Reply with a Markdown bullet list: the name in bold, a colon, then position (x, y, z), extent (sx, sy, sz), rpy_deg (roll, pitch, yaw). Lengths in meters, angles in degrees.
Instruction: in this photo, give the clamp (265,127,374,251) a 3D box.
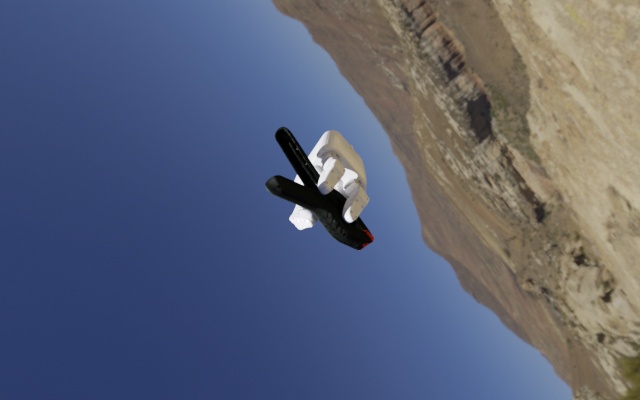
- **clamp**: position (0.000, 0.003, 0.664), extent (0.036, 0.210, 0.164), rpy_deg (-36, 18, 21)
